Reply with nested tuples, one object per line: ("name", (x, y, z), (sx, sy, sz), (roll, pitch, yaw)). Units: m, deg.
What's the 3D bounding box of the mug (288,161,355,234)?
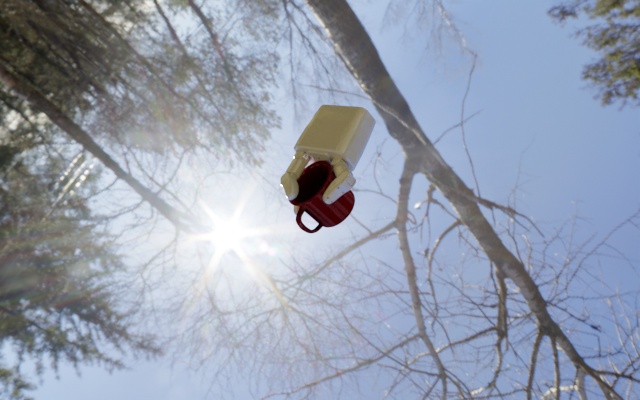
("mug", (0.000, 0.004, 0.810), (0.093, 0.117, 0.081), (1, -34, 49))
